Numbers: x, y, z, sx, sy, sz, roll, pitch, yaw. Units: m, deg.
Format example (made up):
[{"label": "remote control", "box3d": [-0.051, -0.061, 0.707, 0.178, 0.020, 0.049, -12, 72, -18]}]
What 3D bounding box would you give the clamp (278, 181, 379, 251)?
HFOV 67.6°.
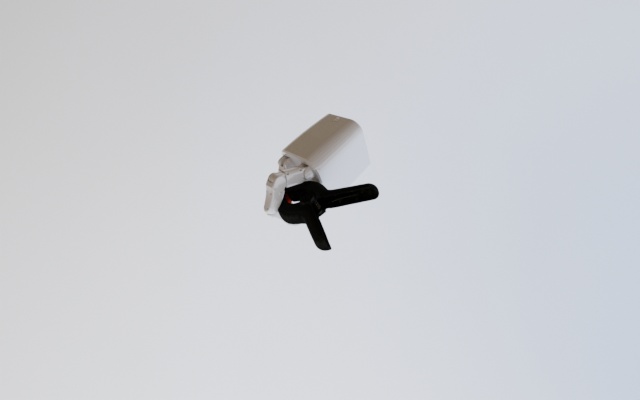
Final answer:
[{"label": "clamp", "box3d": [0.000, 0.003, 0.687, 0.120, 0.039, 0.171, -35, 36, -20]}]
